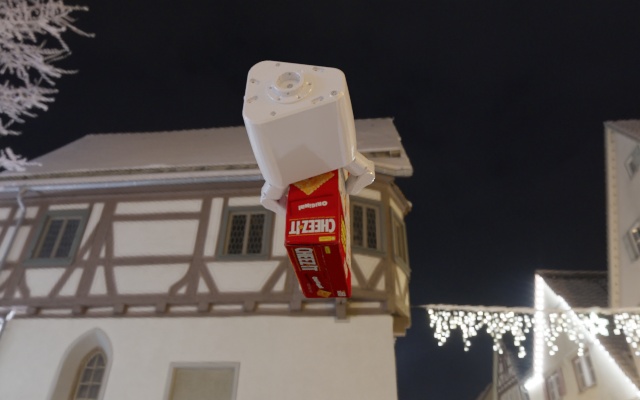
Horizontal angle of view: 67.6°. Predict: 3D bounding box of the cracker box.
[{"bbox_3d":[0.000,0.002,0.641,0.072,0.213,0.164,-3,-33,7],"label":"cracker box"}]
